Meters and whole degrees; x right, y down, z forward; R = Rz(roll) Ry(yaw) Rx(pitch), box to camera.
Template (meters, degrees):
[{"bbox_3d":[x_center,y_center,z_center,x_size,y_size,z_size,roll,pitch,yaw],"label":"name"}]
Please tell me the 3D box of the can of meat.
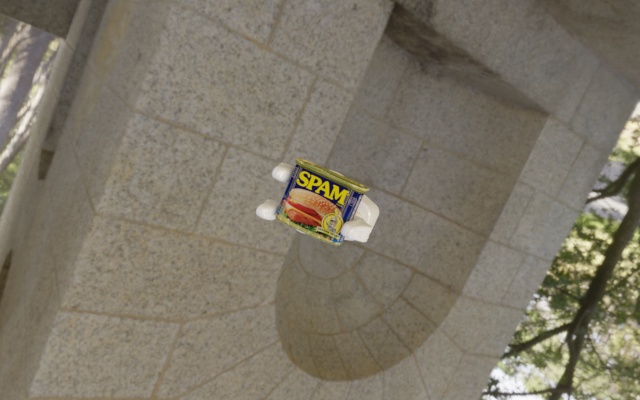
[{"bbox_3d":[0.000,0.002,0.632,0.102,0.084,0.057,25,9,11],"label":"can of meat"}]
